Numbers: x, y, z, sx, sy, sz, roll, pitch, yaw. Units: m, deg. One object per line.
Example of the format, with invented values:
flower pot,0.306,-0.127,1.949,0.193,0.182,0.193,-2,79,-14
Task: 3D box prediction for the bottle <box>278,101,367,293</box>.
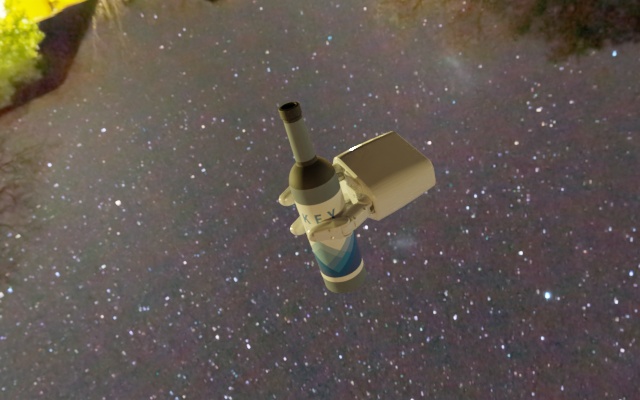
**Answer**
bottle,0.000,0.002,0.666,0.069,0.296,0.069,-13,32,8
